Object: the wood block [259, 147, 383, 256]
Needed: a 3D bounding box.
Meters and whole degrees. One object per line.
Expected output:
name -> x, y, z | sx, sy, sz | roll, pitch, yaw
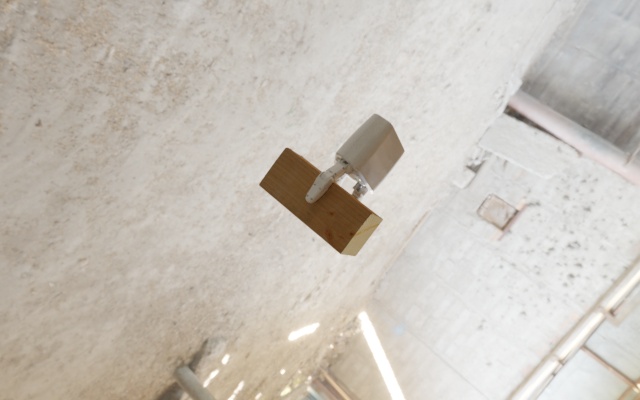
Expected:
wood block -> 0.000, 0.003, 0.878 | 0.206, 0.090, 0.091 | 39, 5, 22
